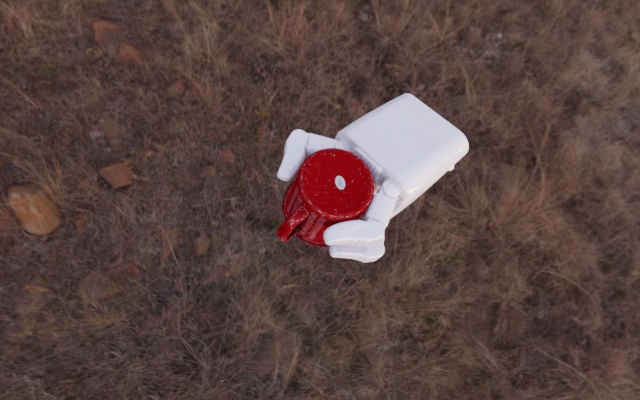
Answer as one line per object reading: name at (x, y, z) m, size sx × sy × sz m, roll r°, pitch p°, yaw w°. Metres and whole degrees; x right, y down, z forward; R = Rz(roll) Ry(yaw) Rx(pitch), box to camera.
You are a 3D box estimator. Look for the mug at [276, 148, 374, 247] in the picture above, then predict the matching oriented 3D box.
mug at (-0.001, 0.002, 0.513) m, size 0.117 × 0.093 × 0.081 m, roll -36°, pitch -10°, yaw -22°
